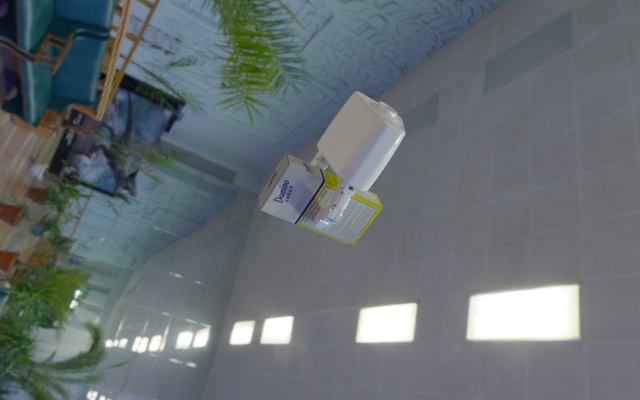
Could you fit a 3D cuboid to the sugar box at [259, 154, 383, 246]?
[{"bbox_3d":[0.000,0.002,0.764,0.176,0.093,0.048,25,25,-23],"label":"sugar box"}]
